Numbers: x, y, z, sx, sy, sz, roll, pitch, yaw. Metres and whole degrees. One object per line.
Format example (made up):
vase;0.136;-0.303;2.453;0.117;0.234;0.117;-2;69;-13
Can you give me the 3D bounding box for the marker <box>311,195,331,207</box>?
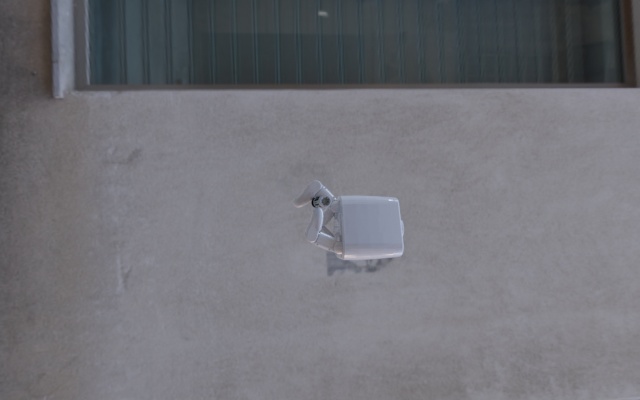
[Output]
marker;0.000;0.003;0.778;0.020;0.020;0.121;0;-2;-7
